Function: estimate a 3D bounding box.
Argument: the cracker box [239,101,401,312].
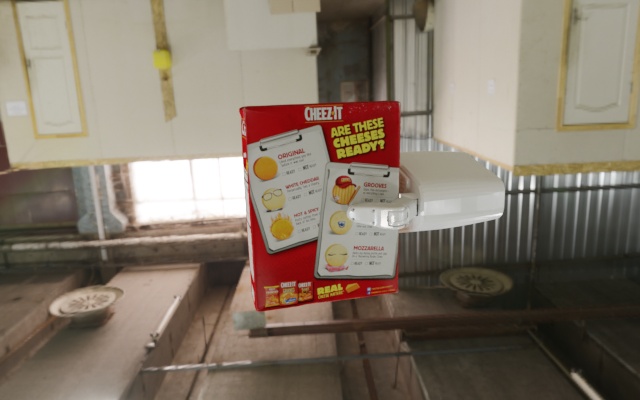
[{"bbox_3d":[0.000,0.002,0.525,0.164,0.214,0.072,-5,13,-14],"label":"cracker box"}]
